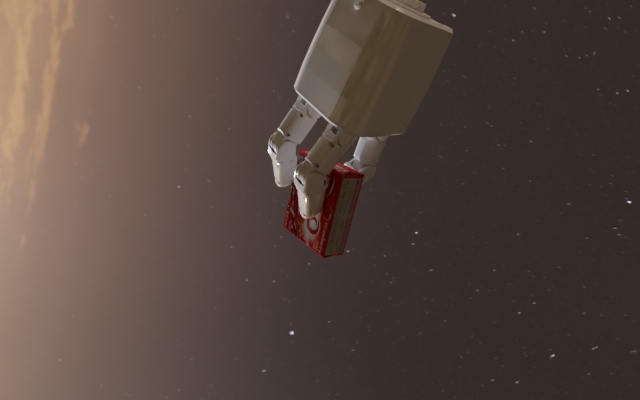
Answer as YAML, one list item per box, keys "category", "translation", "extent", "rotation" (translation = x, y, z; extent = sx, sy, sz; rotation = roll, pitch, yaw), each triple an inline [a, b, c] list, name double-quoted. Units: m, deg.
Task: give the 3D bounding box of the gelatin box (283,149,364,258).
- category: "gelatin box"
  translation: [0.000, 0.002, 0.482]
  extent: [0.030, 0.089, 0.073]
  rotation: [-3, 25, -39]
